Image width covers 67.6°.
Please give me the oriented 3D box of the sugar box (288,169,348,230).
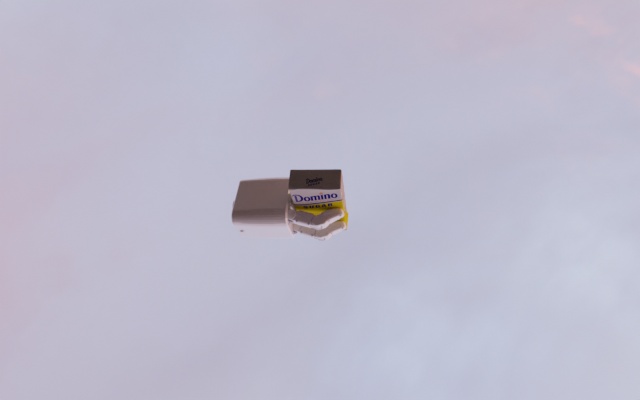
[{"bbox_3d":[0.000,0.003,0.890,0.093,0.048,0.176,0,-24,8],"label":"sugar box"}]
